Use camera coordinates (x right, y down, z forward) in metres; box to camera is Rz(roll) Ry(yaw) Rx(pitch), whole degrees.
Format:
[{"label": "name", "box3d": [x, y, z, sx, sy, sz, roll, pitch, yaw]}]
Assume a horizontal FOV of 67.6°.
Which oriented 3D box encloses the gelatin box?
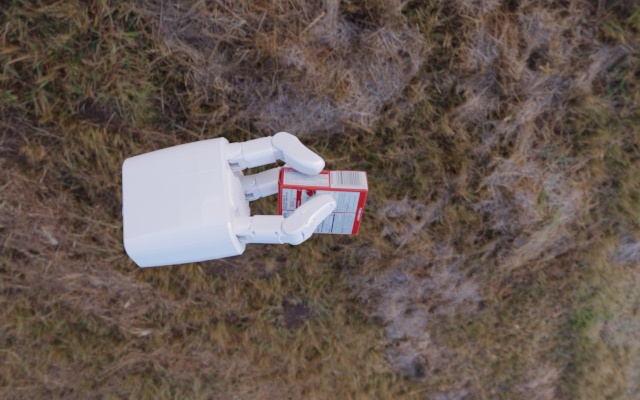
[{"label": "gelatin box", "box3d": [0.000, 0.002, 0.497, 0.089, 0.030, 0.073, 3, -42, -4]}]
